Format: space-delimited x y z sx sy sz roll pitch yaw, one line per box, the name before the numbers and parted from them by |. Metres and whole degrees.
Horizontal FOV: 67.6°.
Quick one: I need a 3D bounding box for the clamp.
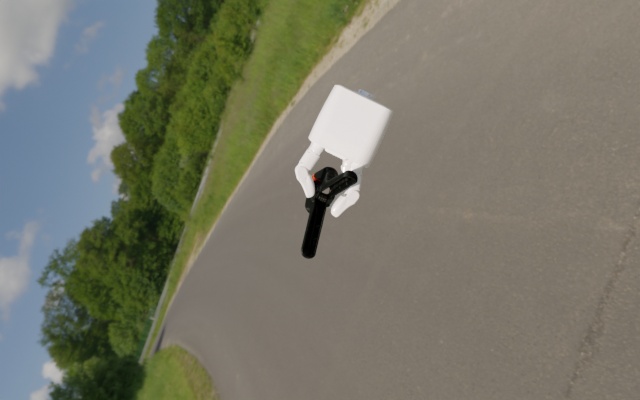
clamp | -0.001 0.002 0.851 0.036 0.164 0.210 26 10 -15
